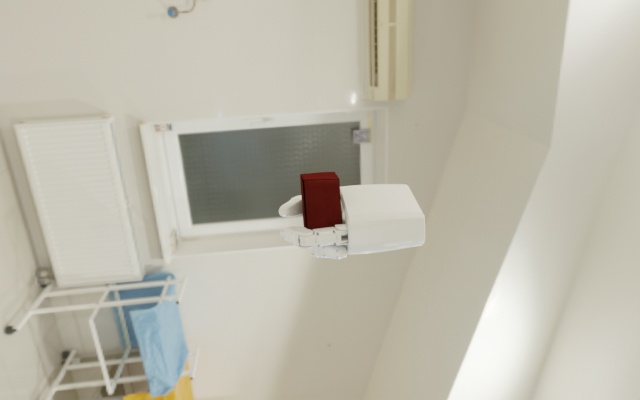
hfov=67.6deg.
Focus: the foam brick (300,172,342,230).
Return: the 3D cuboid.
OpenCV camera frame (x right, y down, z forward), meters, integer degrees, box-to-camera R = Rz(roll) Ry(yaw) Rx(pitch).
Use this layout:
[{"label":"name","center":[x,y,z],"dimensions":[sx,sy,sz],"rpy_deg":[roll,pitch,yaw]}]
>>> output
[{"label":"foam brick","center":[0.000,0.002,0.667],"dimensions":[0.051,0.078,0.053],"rpy_deg":[-5,15,-4]}]
